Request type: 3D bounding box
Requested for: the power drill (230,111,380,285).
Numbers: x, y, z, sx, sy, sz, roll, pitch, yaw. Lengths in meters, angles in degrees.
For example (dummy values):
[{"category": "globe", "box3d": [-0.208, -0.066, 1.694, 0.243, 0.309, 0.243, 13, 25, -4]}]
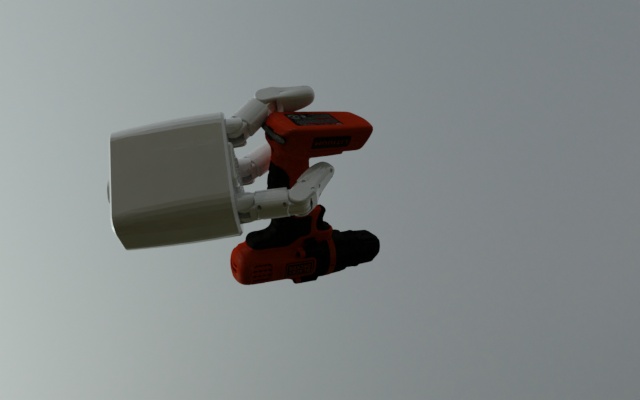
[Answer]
[{"category": "power drill", "box3d": [0.000, 0.001, 0.511, 0.184, 0.188, 0.057, -6, 29, -30]}]
